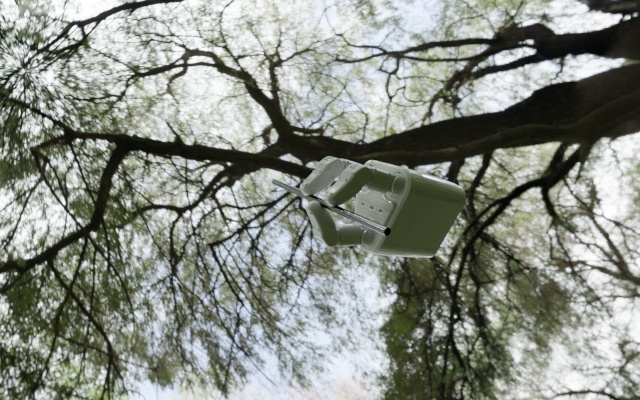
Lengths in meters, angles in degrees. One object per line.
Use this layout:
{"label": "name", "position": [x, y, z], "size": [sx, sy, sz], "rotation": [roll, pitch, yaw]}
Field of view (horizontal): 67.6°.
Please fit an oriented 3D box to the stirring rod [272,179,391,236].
{"label": "stirring rod", "position": [0.000, 0.002, 0.538], "size": [0.011, 0.011, 0.239], "rotation": [0, 13, -32]}
